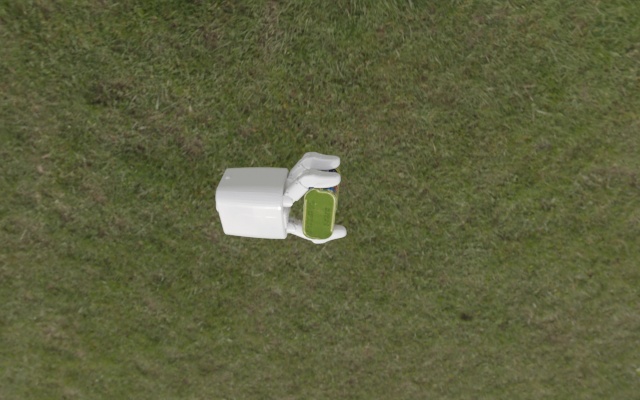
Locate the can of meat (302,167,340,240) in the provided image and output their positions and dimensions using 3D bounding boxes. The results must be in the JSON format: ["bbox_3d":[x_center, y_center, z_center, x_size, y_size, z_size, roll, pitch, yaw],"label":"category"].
[{"bbox_3d":[0.000,0.003,0.786,0.057,0.102,0.084,5,32,1],"label":"can of meat"}]
